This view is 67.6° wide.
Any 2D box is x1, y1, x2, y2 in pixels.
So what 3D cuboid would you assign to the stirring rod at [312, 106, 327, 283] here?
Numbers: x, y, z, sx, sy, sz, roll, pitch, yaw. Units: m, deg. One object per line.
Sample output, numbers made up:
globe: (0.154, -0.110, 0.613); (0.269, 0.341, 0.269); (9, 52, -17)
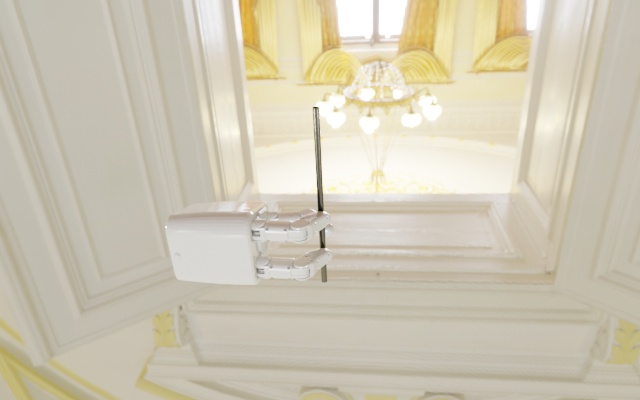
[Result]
stirring rod: (0.000, 0.002, 0.595); (0.011, 0.240, 0.011); (-2, 27, 1)
